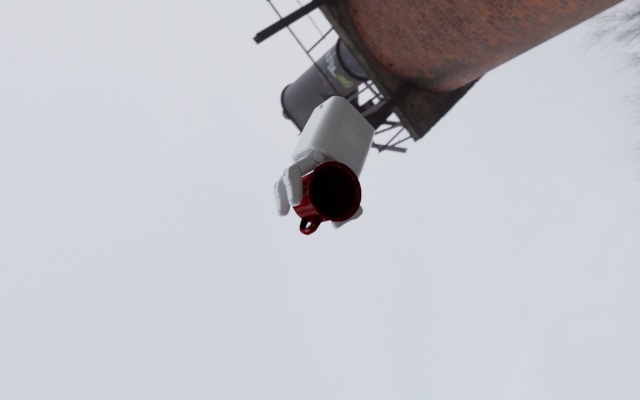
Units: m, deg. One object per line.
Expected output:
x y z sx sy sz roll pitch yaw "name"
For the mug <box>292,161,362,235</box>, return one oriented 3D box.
0.000 0.004 0.745 0.093 0.117 0.081 31 -22 -20 "mug"
